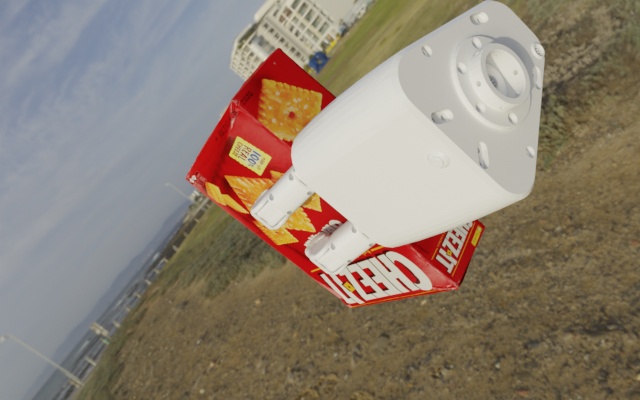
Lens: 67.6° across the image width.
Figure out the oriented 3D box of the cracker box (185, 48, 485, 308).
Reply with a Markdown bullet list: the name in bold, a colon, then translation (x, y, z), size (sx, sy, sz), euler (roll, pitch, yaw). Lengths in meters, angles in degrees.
- **cracker box**: translation (0.000, 0.001, 0.410), size (0.214, 0.072, 0.164), euler (40, -30, -11)
